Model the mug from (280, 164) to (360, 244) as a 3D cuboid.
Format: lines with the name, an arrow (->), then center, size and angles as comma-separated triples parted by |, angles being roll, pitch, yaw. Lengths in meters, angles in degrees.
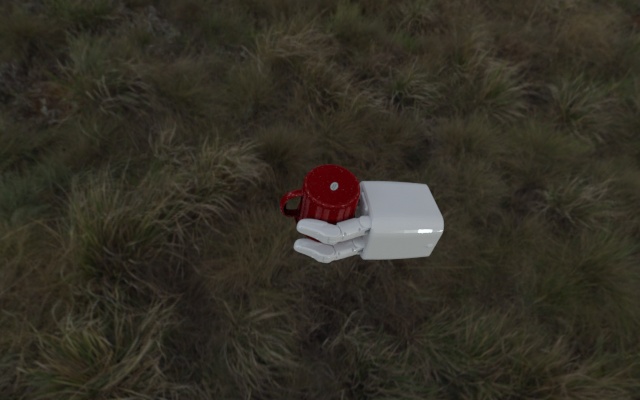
mug -> -0.001, 0.002, 0.690 | 0.117, 0.093, 0.082 | 0, -38, -9
